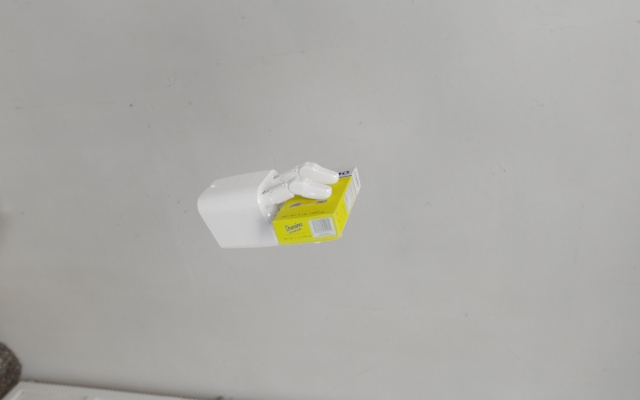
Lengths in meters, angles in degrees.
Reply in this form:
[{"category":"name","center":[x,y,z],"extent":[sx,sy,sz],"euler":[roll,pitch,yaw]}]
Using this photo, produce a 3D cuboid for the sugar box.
[{"category":"sugar box","center":[0.000,0.002,0.720],"extent":[0.093,0.048,0.176],"euler":[-7,26,17]}]
